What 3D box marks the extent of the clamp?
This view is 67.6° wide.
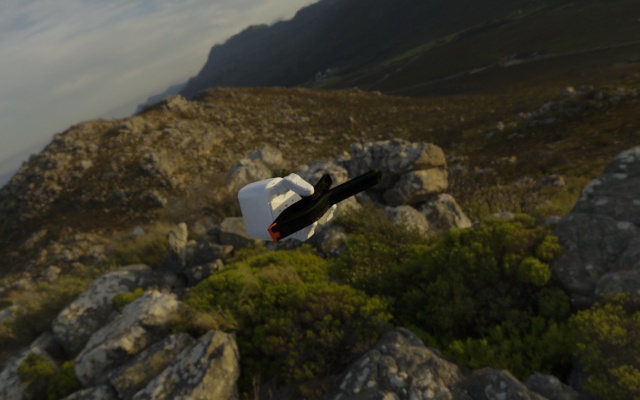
[{"bbox_3d":[-0.001,0.002,0.820,0.210,0.036,0.164,-39,19,-35],"label":"clamp"}]
